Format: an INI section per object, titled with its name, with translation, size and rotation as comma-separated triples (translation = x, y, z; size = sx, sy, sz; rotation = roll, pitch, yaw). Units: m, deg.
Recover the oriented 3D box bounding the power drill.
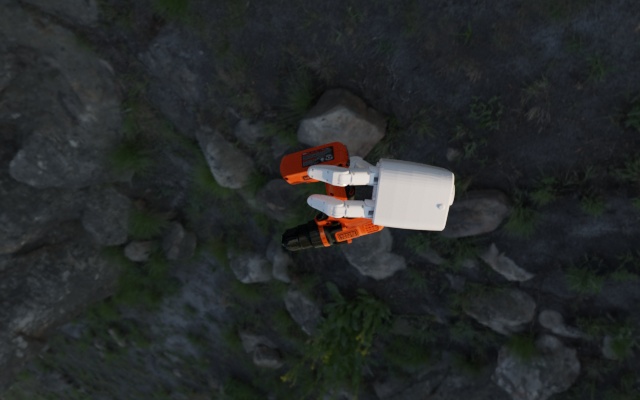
[power drill]
translation = 0.000, 0.002, 0.780
size = 0.184, 0.057, 0.188
rotation = -16, -46, 8
